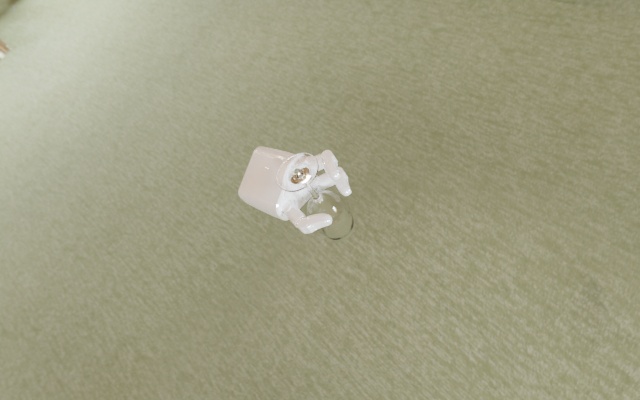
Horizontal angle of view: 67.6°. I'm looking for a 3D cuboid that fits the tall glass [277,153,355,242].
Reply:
[{"bbox_3d":[0.000,0.003,0.845,0.079,0.079,0.201,0,-30,26],"label":"tall glass"}]
